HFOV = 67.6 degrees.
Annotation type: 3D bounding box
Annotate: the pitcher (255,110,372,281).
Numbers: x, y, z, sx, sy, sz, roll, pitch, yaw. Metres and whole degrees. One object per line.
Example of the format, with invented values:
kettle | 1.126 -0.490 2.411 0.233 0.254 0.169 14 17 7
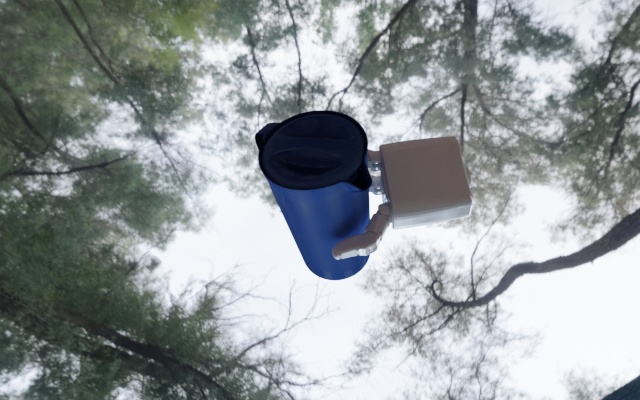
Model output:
pitcher | 0.000 0.002 0.660 0.145 0.149 0.243 -9 -39 3
